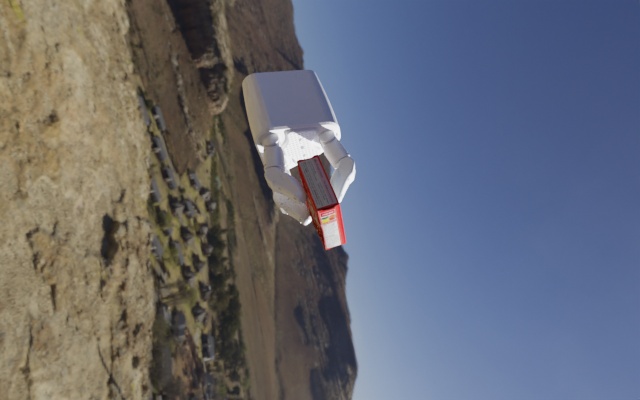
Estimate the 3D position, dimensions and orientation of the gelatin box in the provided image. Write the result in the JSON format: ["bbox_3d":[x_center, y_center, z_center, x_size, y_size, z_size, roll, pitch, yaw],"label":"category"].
[{"bbox_3d":[0.001,0.002,0.567,0.030,0.089,0.073,-18,-42,-6],"label":"gelatin box"}]
